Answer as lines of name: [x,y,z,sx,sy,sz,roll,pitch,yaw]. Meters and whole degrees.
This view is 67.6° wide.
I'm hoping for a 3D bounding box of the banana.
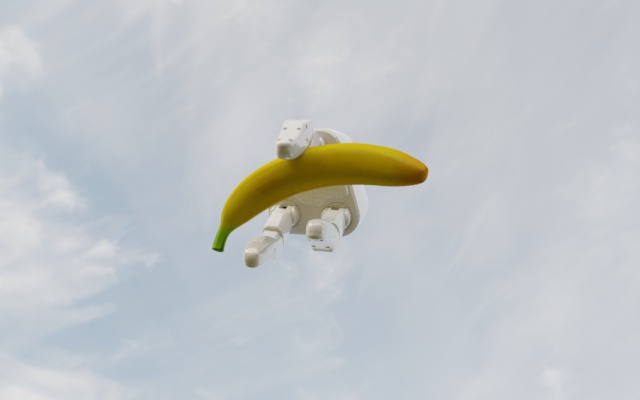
banana: [-0.008,-0.015,0.421,0.198,0.069,0.037,-20,-18,11]
